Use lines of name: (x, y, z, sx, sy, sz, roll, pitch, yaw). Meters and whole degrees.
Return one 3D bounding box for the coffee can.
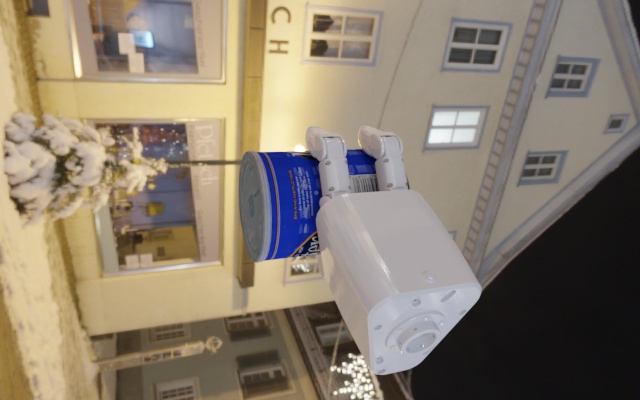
coffee can: (0.000, 0.001, 0.462, 0.140, 0.103, 0.103, -4, 1, -21)
